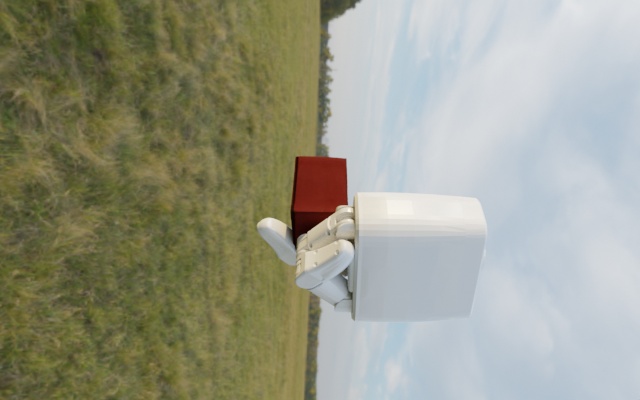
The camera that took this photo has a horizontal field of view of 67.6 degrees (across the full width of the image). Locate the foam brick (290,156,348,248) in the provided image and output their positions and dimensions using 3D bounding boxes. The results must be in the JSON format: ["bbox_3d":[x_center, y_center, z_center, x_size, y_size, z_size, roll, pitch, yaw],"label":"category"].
[{"bbox_3d":[0.000,0.001,0.462,0.051,0.078,0.053,0,-44,1],"label":"foam brick"}]
